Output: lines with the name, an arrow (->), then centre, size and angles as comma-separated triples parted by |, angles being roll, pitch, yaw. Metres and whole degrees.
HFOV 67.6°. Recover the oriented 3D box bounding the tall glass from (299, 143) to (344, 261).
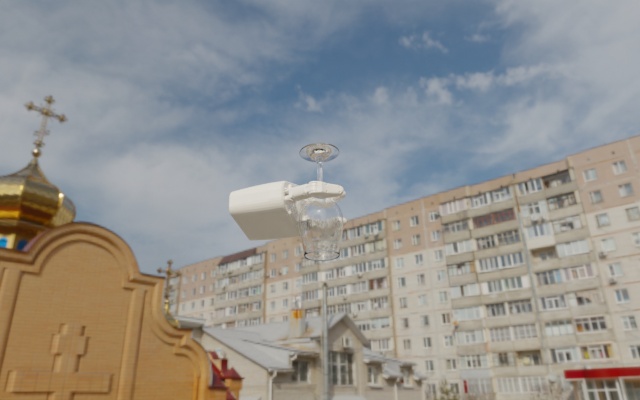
tall glass -> 0.000, 0.002, 0.849 | 0.079, 0.201, 0.079 | -2, -23, -1
